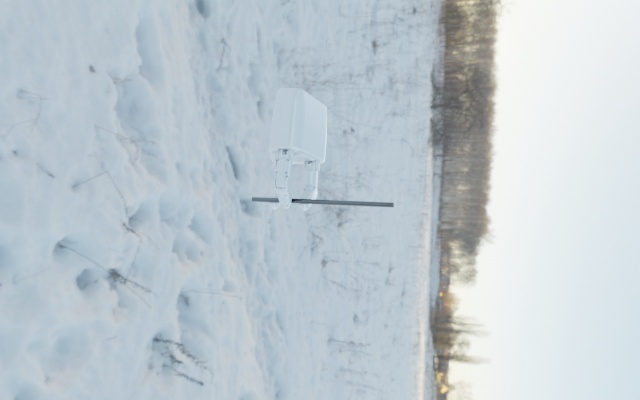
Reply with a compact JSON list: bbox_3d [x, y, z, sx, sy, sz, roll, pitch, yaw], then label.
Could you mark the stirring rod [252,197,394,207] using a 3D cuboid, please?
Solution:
[{"bbox_3d":[0.000,0.003,0.793,0.239,0.011,0.011,2,0,13],"label":"stirring rod"}]
